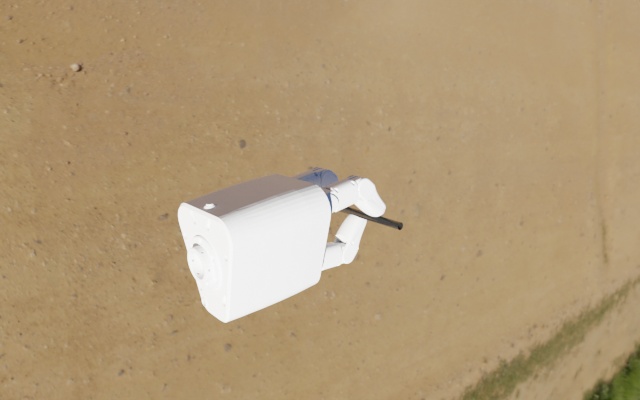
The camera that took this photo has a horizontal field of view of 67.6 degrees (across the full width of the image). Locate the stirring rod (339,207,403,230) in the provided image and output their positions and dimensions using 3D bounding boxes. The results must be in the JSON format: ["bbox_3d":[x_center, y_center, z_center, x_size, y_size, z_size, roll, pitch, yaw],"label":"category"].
[{"bbox_3d":[0.000,0.002,0.564,0.011,0.011,0.239,0,11,-43],"label":"stirring rod"}]
